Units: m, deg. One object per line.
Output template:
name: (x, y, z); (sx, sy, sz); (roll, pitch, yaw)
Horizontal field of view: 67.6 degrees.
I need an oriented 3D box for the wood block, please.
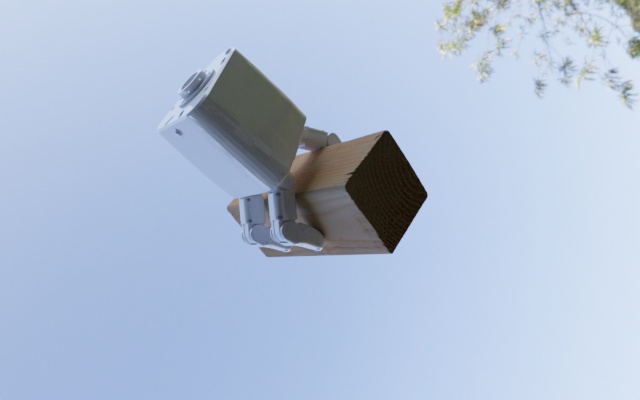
wood block: (0.000, 0.001, 0.534); (0.206, 0.090, 0.090); (-9, 35, 49)
